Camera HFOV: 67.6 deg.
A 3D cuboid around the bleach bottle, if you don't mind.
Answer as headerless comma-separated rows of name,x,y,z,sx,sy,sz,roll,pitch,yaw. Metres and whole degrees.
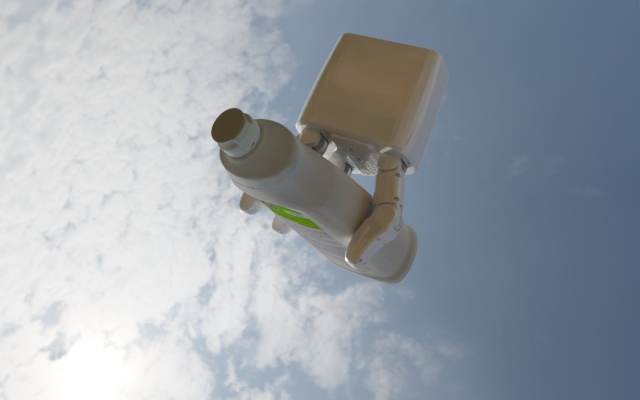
bleach bottle,0.000,0.001,0.419,0.102,0.068,0.251,12,-18,34
